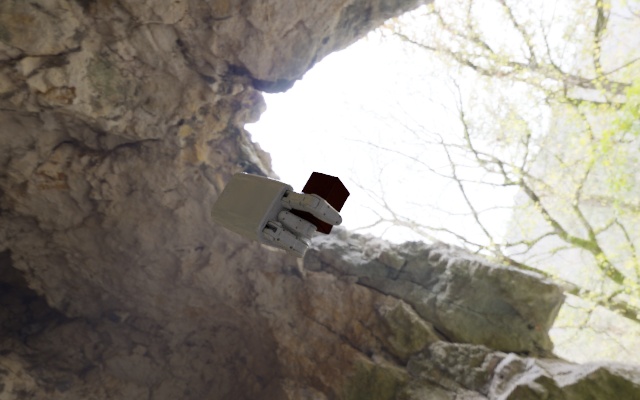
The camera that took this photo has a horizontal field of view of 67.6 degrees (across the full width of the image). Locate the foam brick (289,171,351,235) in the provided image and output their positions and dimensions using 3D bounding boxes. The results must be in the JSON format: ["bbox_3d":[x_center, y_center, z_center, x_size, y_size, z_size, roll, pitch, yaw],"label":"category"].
[{"bbox_3d":[0.000,0.002,0.728,0.051,0.078,0.053,16,-23,35],"label":"foam brick"}]
